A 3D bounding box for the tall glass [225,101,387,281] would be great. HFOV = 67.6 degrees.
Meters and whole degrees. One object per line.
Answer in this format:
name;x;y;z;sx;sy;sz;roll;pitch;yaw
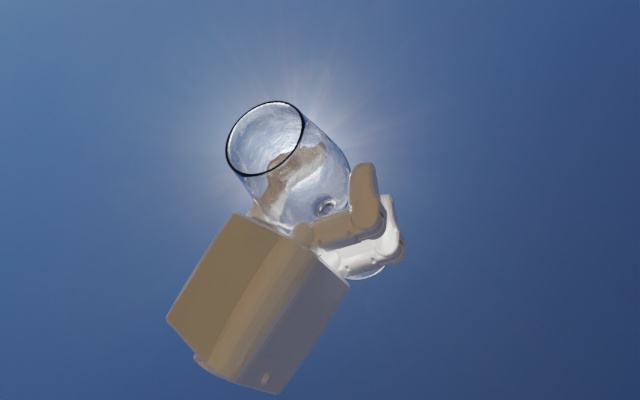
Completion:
tall glass;0.000;0.001;0.405;0.079;0.079;0.201;0;-27;26
